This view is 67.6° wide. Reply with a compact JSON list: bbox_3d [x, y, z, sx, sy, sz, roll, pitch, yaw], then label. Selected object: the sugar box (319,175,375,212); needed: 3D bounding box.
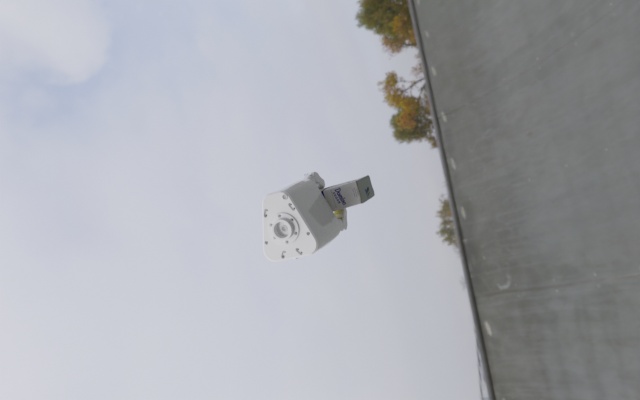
[{"bbox_3d":[0.000,0.003,0.843,0.176,0.048,0.093,-14,4,21],"label":"sugar box"}]
